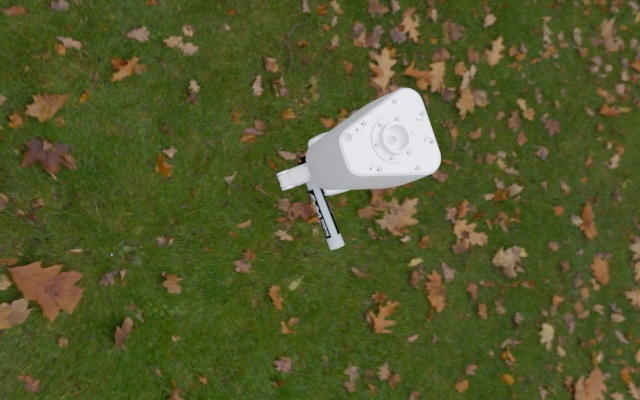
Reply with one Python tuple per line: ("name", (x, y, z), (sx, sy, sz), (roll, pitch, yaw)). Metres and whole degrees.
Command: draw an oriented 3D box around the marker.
("marker", (0.000, 0.002, 0.593), (0.020, 0.121, 0.020), (-20, 3, 1))
